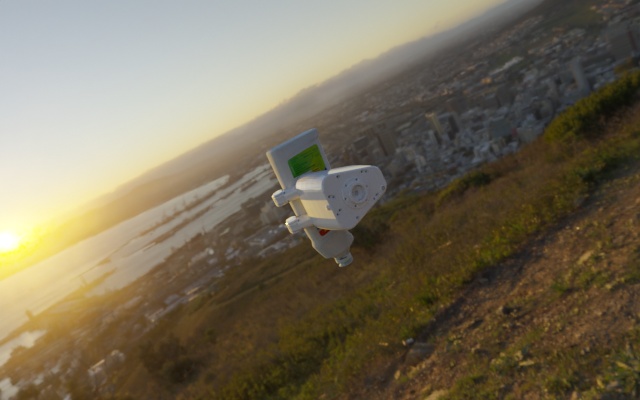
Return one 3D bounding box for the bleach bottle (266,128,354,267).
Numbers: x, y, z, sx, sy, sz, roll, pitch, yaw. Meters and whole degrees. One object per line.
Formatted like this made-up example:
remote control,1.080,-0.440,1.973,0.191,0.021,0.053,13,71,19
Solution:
bleach bottle,0.000,0.003,0.873,0.102,0.251,0.068,-31,12,-19
